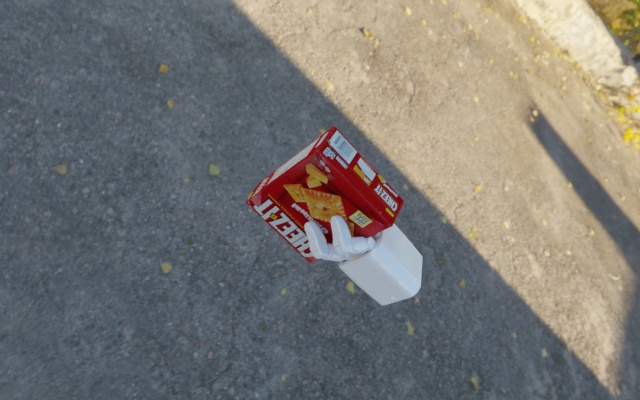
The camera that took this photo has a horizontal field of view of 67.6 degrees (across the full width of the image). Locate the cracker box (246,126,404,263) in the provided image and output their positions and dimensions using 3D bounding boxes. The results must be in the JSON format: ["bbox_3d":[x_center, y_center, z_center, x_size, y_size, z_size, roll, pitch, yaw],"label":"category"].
[{"bbox_3d":[0.000,0.002,0.775,0.214,0.164,0.072,-31,19,46],"label":"cracker box"}]
